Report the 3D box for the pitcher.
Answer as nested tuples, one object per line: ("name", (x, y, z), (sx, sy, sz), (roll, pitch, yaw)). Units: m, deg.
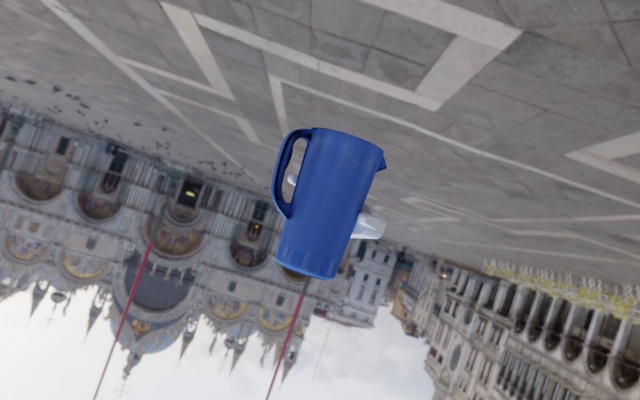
("pitcher", (0.000, 0.003, 0.814), (0.149, 0.243, 0.145), (18, -3, 25))
